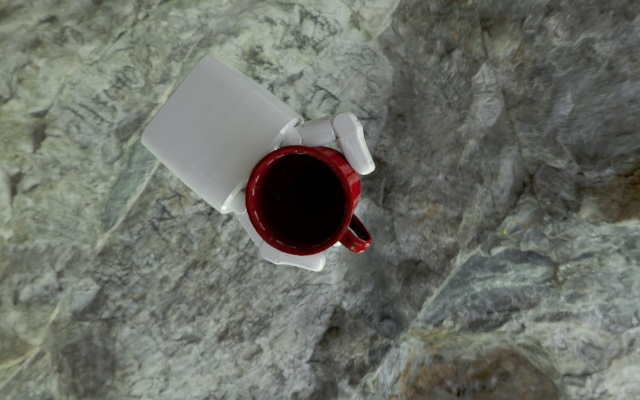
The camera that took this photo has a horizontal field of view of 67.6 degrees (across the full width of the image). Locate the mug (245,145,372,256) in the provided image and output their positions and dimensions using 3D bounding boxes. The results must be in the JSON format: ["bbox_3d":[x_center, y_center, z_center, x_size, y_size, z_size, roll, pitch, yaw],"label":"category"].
[{"bbox_3d":[0.001,0.002,0.430,0.117,0.093,0.081,39,18,4],"label":"mug"}]
